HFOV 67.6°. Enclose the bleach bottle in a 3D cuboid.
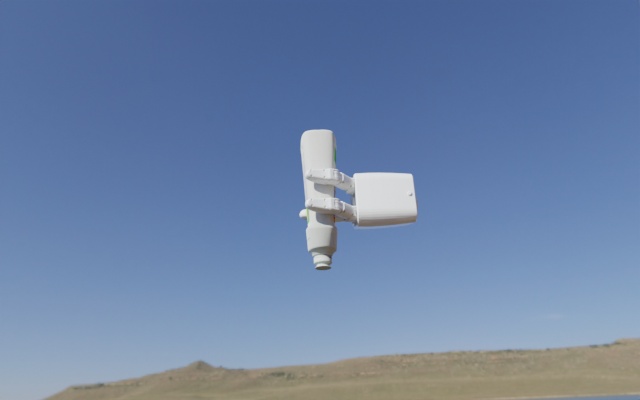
[{"bbox_3d":[0.000,0.003,0.863,0.068,0.250,0.103,-2,-23,0],"label":"bleach bottle"}]
